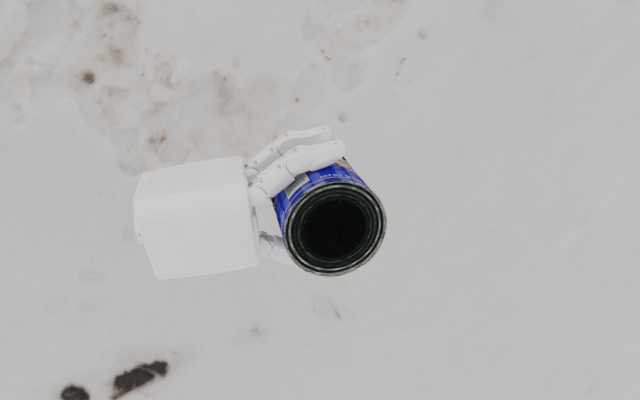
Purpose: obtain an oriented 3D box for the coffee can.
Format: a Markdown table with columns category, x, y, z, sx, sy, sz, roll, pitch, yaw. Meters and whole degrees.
| category | x | y | z | sx | sy | sz | roll | pitch | yaw |
| --- | --- | --- | --- | --- | --- | --- | --- | --- | --- |
| coffee can | 0.000 | 0.002 | 0.515 | 0.103 | 0.103 | 0.140 | 0 | 23 | -13 |
